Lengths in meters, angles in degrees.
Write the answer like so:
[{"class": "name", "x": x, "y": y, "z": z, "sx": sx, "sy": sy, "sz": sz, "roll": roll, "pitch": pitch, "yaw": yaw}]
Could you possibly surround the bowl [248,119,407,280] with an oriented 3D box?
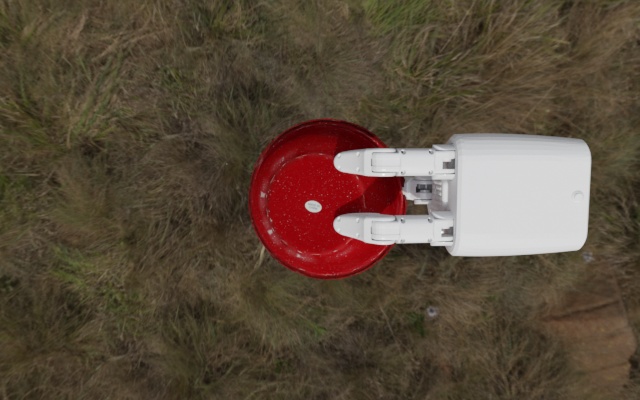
[{"class": "bowl", "x": -0.001, "y": 0.002, "z": 0.453, "sx": 0.162, "sy": 0.162, "sz": 0.055, "roll": 0, "pitch": 5, "yaw": 11}]
